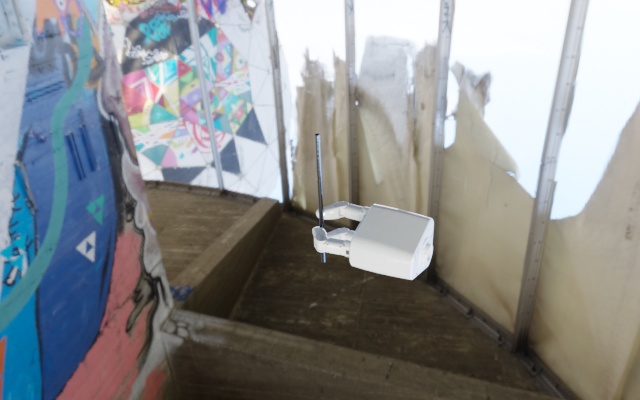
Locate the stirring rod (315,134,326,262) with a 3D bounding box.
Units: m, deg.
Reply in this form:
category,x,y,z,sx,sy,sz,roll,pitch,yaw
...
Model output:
category,x,y,z,sx,sy,sz,roll,pitch,yaw
stirring rod,0.000,0.003,0.810,0.011,0.240,0.011,-2,27,1
